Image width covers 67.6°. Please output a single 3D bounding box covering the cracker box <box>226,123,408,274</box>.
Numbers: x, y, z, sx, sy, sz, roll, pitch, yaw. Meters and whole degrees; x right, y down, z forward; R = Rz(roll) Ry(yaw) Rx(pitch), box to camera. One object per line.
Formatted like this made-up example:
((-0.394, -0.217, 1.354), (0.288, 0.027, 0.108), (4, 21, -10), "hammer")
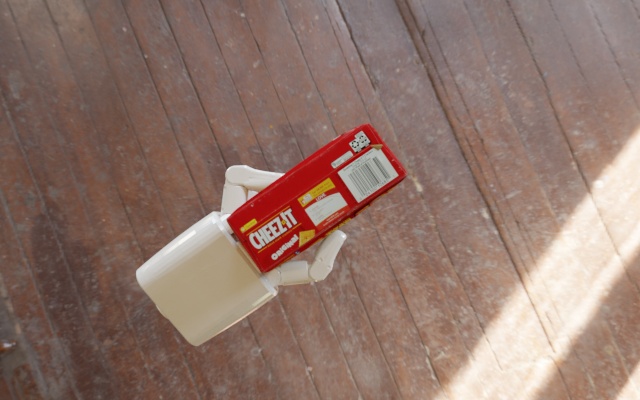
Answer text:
((0.000, 0.002, 0.540), (0.164, 0.072, 0.214), (-35, -4, 1), "cracker box")
